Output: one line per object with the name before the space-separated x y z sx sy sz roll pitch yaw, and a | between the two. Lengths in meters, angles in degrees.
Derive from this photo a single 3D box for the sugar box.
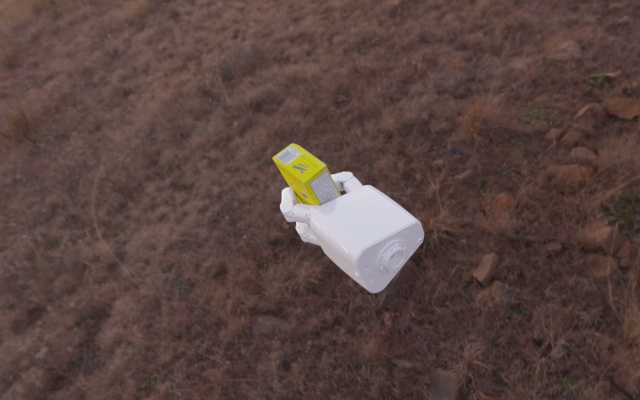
sugar box | 0.000 0.003 0.719 0.048 0.176 0.093 -38 42 -12
